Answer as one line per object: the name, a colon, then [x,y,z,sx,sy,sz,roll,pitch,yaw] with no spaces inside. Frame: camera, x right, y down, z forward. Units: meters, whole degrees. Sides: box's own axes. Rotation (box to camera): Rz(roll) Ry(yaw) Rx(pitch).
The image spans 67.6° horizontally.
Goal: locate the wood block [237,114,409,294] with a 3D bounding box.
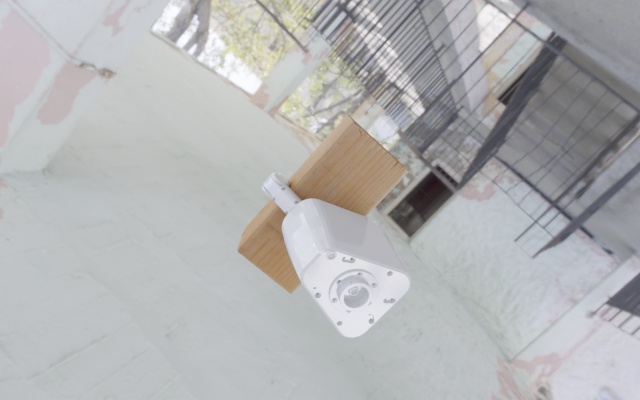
wood block: [0.000,0.002,0.599,0.091,0.206,0.090,41,11,-12]
